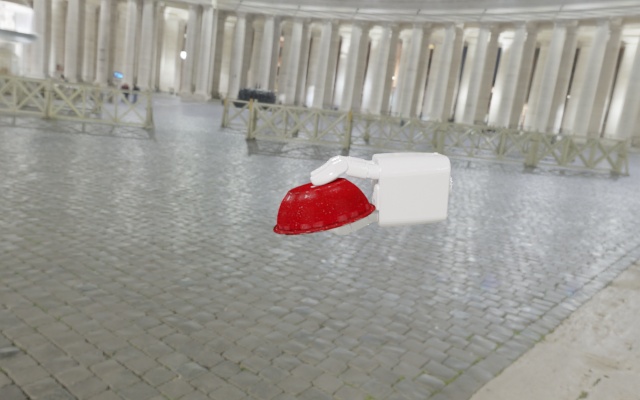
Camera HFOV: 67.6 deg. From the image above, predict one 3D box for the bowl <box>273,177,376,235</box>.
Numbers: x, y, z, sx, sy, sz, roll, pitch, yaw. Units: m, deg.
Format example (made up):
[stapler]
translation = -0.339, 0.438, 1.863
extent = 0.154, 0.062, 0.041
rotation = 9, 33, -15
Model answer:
[bowl]
translation = -0.001, 0.002, 0.730
extent = 0.162, 0.055, 0.162
rotation = -13, 10, 2
